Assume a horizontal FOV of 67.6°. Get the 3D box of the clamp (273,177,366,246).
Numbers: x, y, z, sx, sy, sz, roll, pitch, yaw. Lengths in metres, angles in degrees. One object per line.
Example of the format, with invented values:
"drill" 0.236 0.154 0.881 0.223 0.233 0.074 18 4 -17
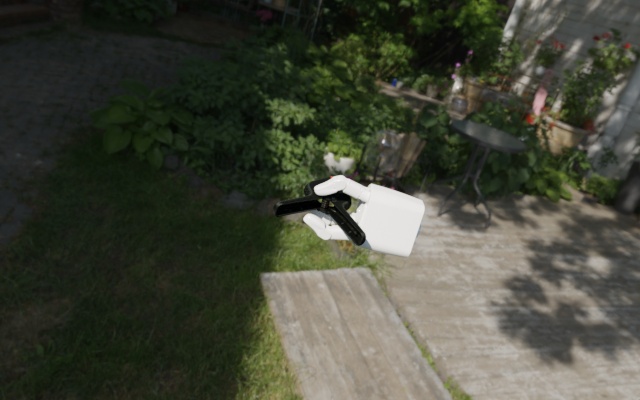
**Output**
"clamp" 0.001 0.002 0.882 0.164 0.036 0.210 18 25 -7
